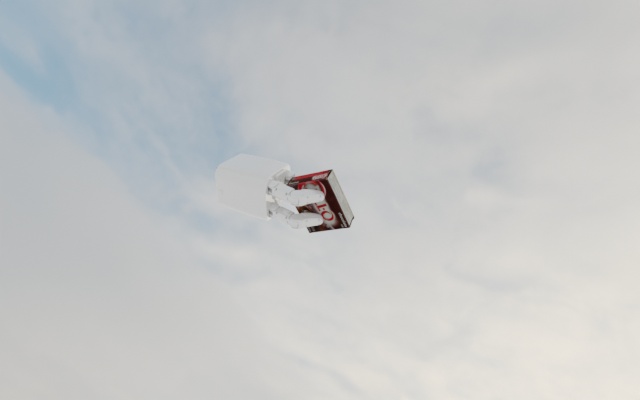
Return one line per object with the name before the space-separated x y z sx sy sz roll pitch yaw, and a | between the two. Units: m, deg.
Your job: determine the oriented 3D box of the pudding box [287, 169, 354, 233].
pudding box | 0.000 0.003 0.881 0.090 0.113 0.039 -9 33 31
